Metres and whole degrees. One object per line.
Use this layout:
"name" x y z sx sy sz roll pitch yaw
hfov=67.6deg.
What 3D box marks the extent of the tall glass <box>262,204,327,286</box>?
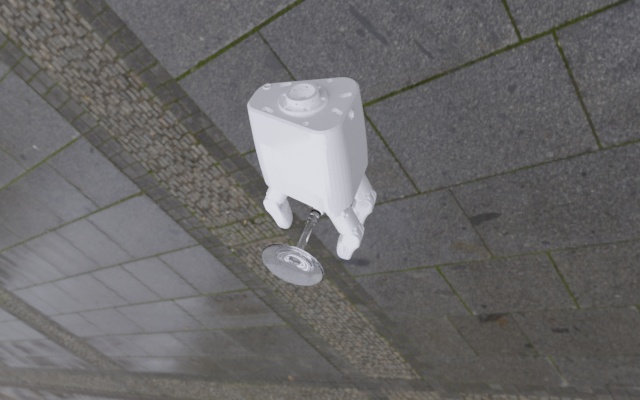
"tall glass" 0.000 0.003 0.594 0.079 0.201 0.079 14 -40 12
